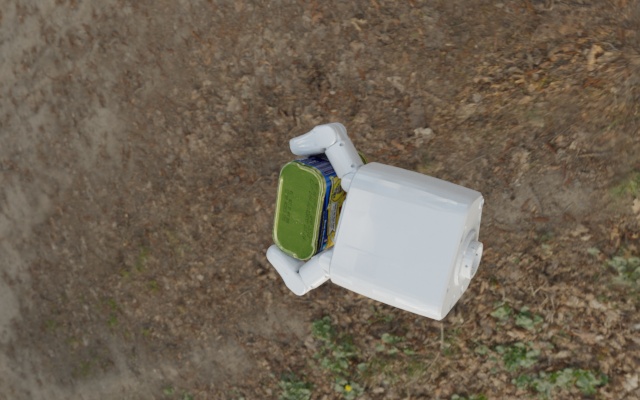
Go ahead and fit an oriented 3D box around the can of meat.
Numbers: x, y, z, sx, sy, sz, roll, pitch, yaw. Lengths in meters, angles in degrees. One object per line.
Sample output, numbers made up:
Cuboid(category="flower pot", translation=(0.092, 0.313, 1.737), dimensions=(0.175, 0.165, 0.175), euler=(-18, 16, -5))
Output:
Cuboid(category="can of meat", translation=(0.000, 0.002, 0.485), dimensions=(0.057, 0.102, 0.084), euler=(20, 25, 28))
